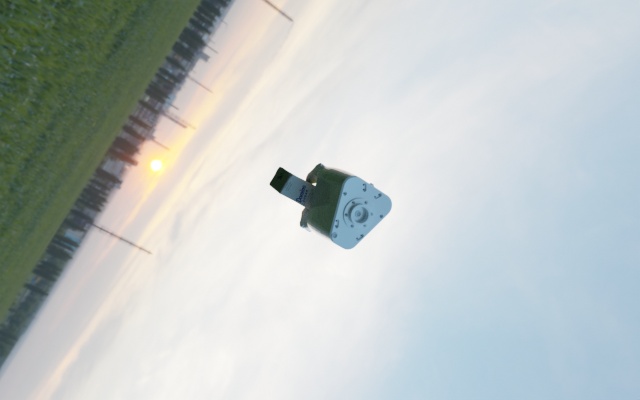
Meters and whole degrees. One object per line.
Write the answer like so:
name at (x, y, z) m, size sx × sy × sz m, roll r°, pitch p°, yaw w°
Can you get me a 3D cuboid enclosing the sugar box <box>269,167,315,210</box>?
sugar box at (0.001, 0.002, 0.852) m, size 0.176 × 0.048 × 0.093 m, roll 32°, pitch 1°, yaw -21°
